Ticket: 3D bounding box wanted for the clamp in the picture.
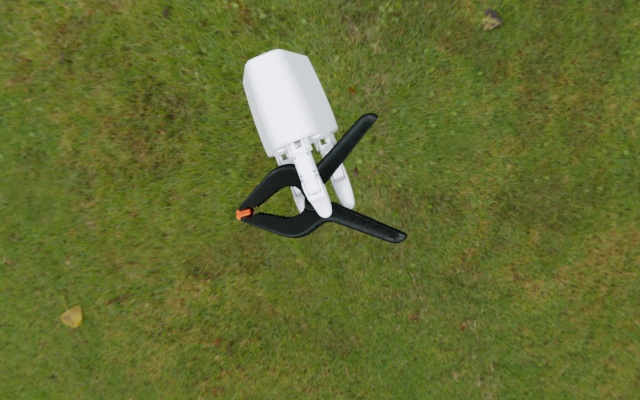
[{"bbox_3d":[-0.001,0.002,0.601,0.210,0.164,0.036,-21,0,6],"label":"clamp"}]
